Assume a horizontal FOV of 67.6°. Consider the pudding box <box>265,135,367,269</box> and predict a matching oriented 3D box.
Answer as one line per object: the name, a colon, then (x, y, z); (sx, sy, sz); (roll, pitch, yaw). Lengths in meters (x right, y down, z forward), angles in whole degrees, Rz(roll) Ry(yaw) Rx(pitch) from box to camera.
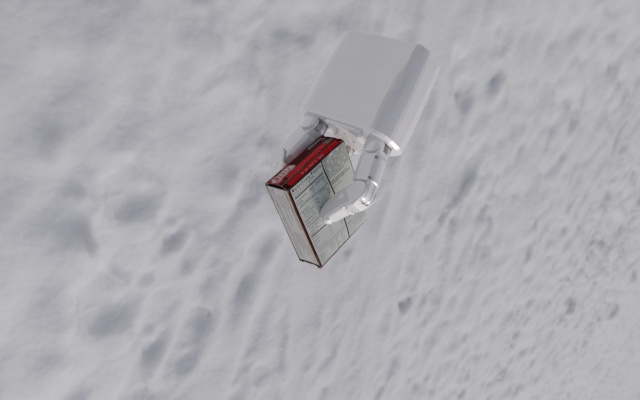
pudding box: (0.000, 0.002, 0.508); (0.039, 0.114, 0.090); (16, 49, 43)
